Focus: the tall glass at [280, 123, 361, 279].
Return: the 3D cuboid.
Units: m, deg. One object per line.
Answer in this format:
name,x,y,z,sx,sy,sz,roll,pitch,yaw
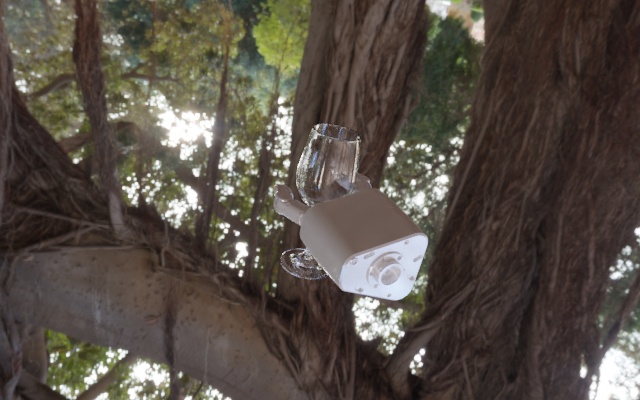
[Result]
tall glass,0.000,0.003,0.636,0.079,0.201,0.079,11,25,-5
